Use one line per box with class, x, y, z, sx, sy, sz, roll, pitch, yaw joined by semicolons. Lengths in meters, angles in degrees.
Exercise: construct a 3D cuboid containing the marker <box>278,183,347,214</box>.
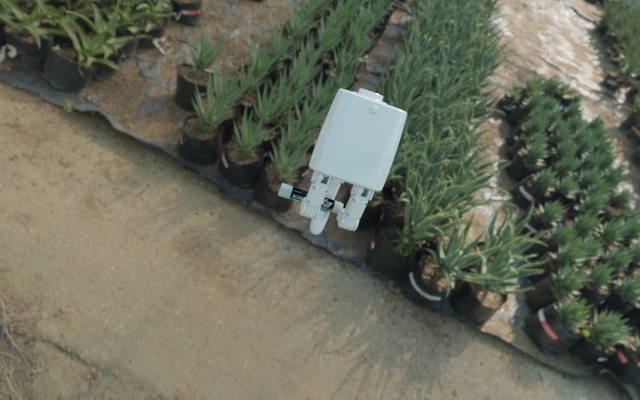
marker;0.000;0.002;0.682;0.121;0.020;0.020;18;-3;-10
